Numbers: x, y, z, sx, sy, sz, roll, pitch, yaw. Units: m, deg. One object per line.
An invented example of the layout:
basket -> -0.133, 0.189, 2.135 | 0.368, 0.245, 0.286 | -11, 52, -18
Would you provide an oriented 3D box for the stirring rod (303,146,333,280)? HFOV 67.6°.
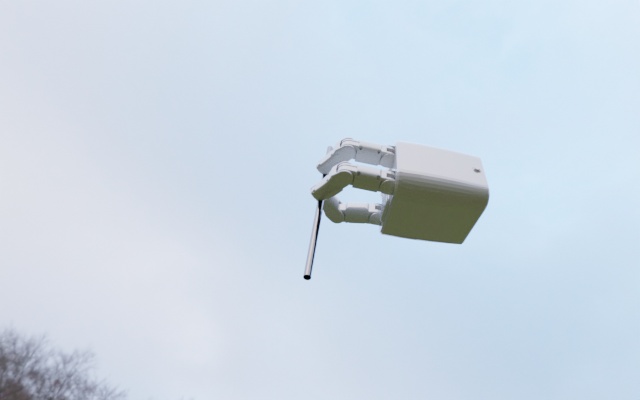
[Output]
stirring rod -> 0.000, 0.002, 0.560 | 0.011, 0.011, 0.239 | 0, 38, 8
